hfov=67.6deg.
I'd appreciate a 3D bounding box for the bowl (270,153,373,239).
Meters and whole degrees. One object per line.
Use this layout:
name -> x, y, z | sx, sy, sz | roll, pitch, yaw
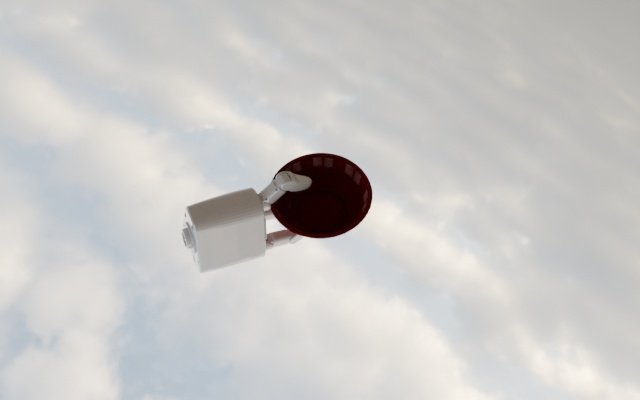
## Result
bowl -> 0.001, 0.002, 0.759 | 0.162, 0.162, 0.055 | 0, -34, 2
